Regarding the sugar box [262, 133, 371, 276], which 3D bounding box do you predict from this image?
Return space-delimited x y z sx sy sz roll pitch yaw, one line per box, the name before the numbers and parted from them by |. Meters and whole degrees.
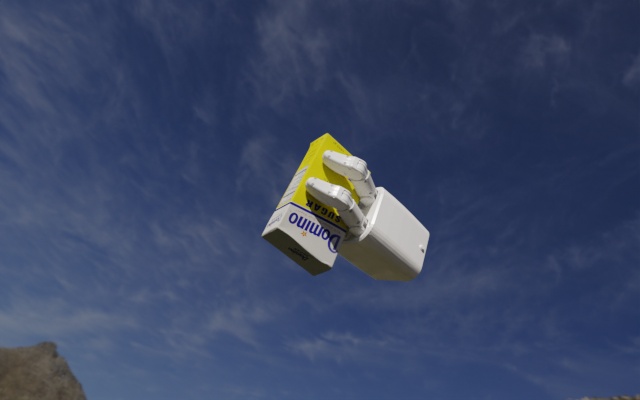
sugar box | 0.001 0.002 0.641 0.093 0.176 0.048 39 -41 -19
